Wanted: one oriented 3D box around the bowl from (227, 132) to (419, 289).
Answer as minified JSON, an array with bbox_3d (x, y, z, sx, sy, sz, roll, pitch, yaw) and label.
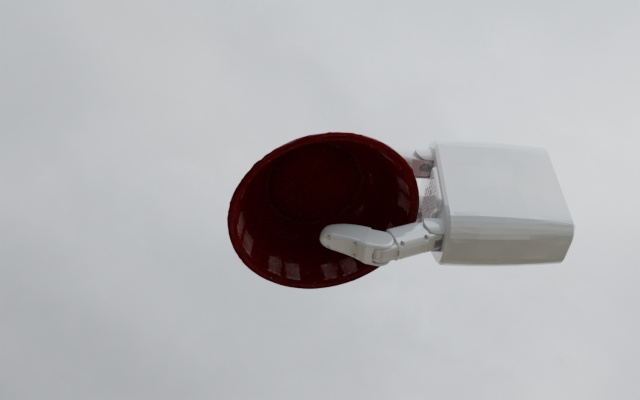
[{"bbox_3d":[-0.001,0.001,0.414,0.162,0.162,0.055,0,36,-14],"label":"bowl"}]
